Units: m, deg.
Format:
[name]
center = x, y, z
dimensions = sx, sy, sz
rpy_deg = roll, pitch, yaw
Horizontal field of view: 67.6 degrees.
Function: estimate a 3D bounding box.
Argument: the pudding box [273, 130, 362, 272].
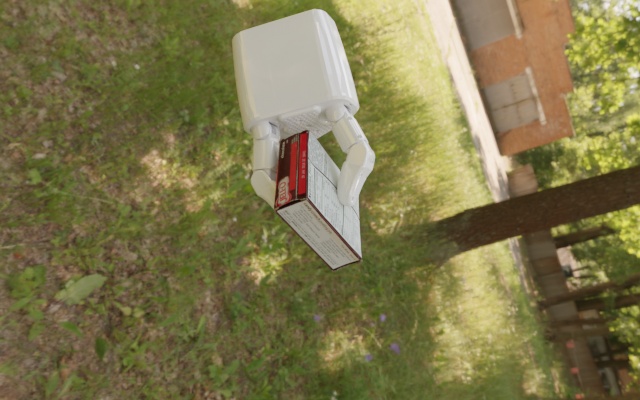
[pudding box]
center = 0.000, 0.001, 0.464
dimensions = 0.039, 0.090, 0.113
rpy_deg = -20, -45, 23
